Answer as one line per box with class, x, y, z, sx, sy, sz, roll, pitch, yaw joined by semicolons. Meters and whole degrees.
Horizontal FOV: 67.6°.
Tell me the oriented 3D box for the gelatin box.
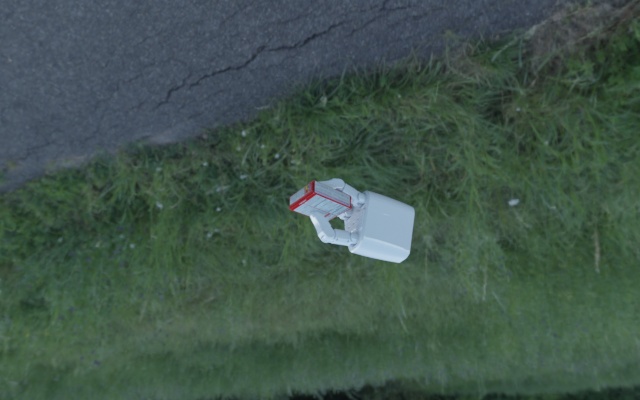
gelatin box;0.000;0.003;0.859;0.089;0.030;0.073;21;-36;-33
